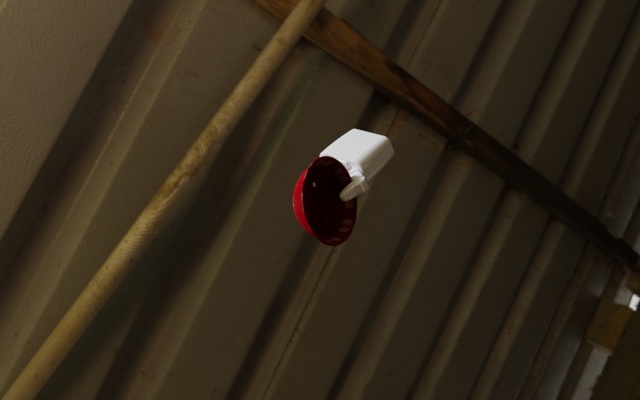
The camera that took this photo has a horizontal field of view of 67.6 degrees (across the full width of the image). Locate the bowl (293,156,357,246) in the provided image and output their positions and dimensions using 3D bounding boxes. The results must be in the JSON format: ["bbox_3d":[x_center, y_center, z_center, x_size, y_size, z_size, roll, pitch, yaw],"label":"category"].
[{"bbox_3d":[-0.001,0.003,0.862,0.055,0.162,0.162,-7,-4,37],"label":"bowl"}]
